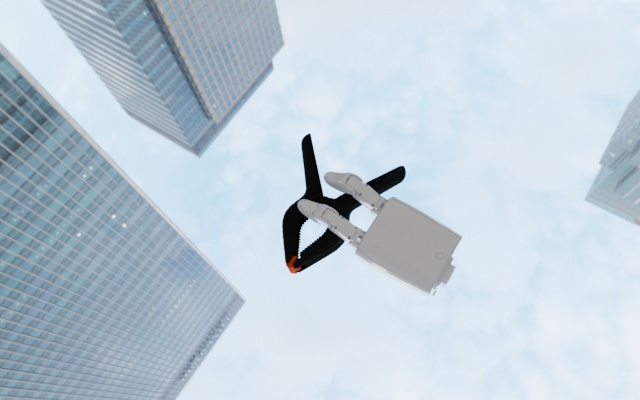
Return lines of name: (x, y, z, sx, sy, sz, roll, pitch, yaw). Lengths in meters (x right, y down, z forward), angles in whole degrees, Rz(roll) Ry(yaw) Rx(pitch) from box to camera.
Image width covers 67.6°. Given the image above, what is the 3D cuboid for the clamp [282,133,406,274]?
clamp: (0.000, 0.003, 0.671, 0.164, 0.210, 0.036, 28, -19, 22)
